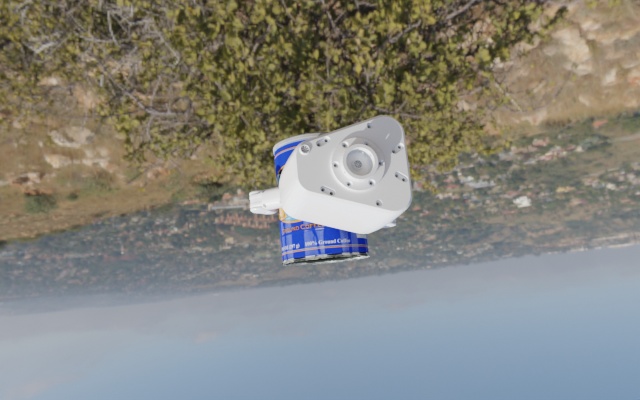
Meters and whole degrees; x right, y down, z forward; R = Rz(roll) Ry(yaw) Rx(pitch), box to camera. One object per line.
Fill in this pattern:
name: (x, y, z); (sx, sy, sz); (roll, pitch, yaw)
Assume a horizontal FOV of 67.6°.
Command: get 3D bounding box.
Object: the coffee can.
coffee can: (0.000, 0.002, 0.567); (0.103, 0.140, 0.103); (-5, -10, -1)
